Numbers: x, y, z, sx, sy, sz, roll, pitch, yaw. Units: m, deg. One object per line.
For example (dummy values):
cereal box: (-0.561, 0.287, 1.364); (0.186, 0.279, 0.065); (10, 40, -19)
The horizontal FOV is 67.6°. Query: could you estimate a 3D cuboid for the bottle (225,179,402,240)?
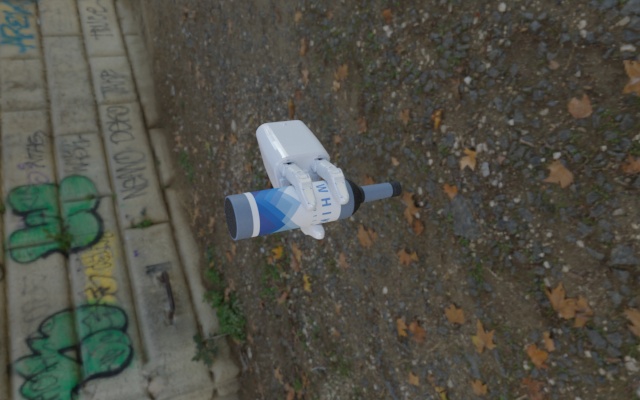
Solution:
bottle: (0.000, 0.003, 0.762); (0.295, 0.069, 0.069); (-10, 4, -24)
